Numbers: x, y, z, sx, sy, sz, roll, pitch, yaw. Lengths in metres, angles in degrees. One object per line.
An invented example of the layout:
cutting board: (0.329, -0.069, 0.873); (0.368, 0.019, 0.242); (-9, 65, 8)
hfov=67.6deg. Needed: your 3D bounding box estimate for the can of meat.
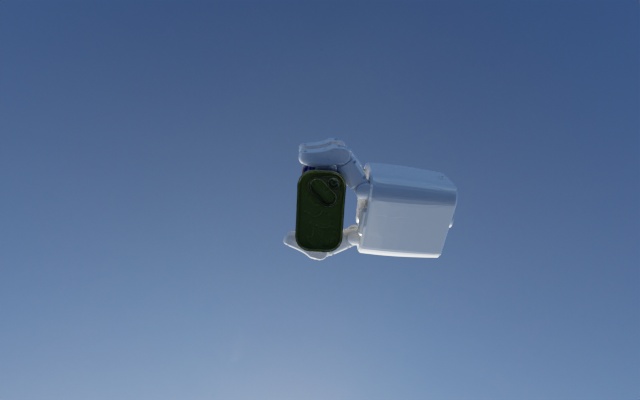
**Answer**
can of meat: (0.000, 0.002, 0.603); (0.057, 0.102, 0.084); (3, 18, 0)
